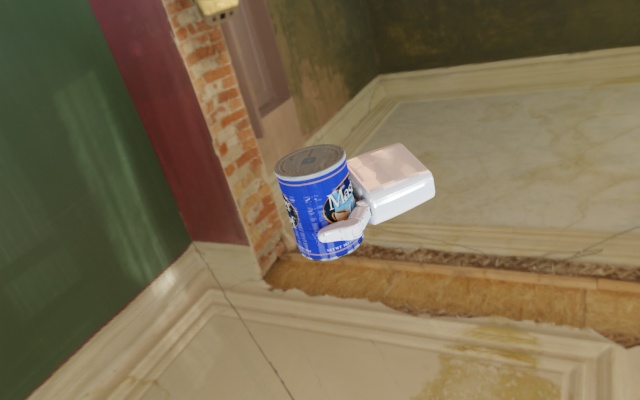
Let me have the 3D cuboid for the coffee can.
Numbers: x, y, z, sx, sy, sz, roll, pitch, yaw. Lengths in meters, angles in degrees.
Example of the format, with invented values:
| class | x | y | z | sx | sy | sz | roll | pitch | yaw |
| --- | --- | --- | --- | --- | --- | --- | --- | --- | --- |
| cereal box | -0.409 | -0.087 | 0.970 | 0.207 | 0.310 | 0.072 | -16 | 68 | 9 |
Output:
| class | x | y | z | sx | sy | sz | roll | pitch | yaw |
| --- | --- | --- | --- | --- | --- | --- | --- | --- | --- |
| coffee can | 0.000 | 0.002 | 0.699 | 0.103 | 0.140 | 0.102 | -12 | 28 | 6 |
